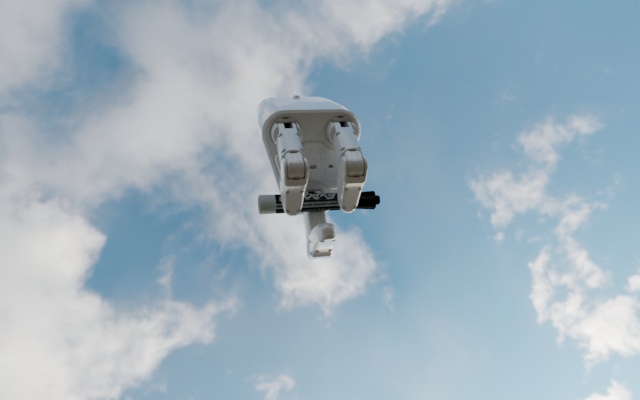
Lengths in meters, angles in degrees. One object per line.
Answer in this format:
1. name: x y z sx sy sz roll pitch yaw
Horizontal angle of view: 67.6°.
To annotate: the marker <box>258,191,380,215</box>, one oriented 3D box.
1. marker: 0.000 0.002 0.467 0.121 0.020 0.020 -2 0 -13
